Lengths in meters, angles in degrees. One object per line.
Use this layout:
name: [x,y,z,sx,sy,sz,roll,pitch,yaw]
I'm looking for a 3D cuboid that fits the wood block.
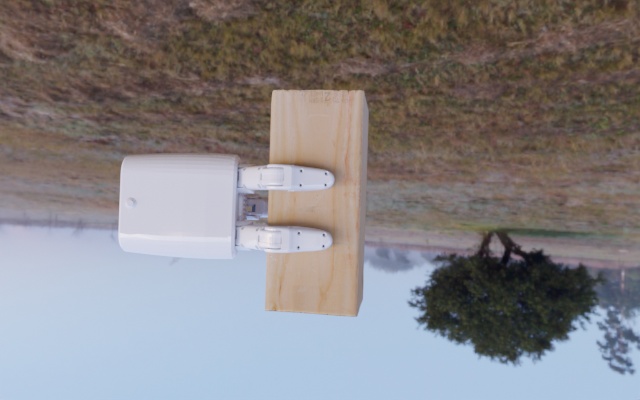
wood block: [0.000,0.002,0.481,0.090,0.206,0.091,2,-1,8]
